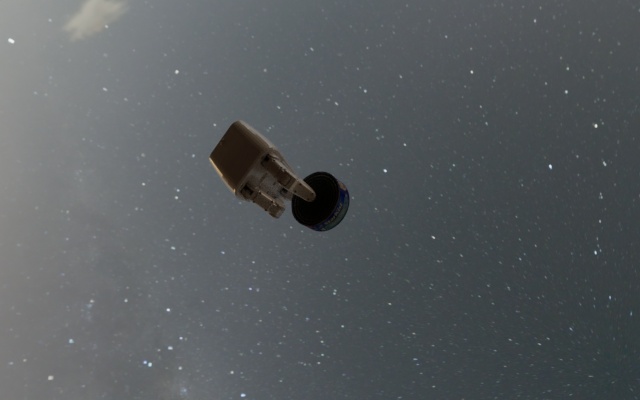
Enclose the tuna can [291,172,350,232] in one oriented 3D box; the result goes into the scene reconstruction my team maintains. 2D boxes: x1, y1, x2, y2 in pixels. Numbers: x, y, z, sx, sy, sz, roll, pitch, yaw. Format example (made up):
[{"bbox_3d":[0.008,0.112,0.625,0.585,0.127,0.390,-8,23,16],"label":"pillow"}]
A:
[{"bbox_3d":[0.000,0.003,0.712,0.086,0.086,0.034,0,-21,37],"label":"tuna can"}]
